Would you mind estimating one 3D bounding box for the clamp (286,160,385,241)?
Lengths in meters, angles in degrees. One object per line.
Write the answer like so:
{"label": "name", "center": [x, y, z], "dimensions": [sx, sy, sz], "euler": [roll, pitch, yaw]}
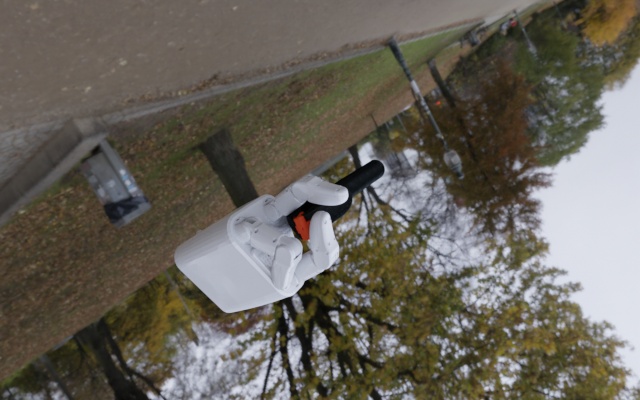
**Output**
{"label": "clamp", "center": [0.000, 0.002, 0.575], "dimensions": [0.120, 0.039, 0.171], "euler": [-25, 8, 35]}
